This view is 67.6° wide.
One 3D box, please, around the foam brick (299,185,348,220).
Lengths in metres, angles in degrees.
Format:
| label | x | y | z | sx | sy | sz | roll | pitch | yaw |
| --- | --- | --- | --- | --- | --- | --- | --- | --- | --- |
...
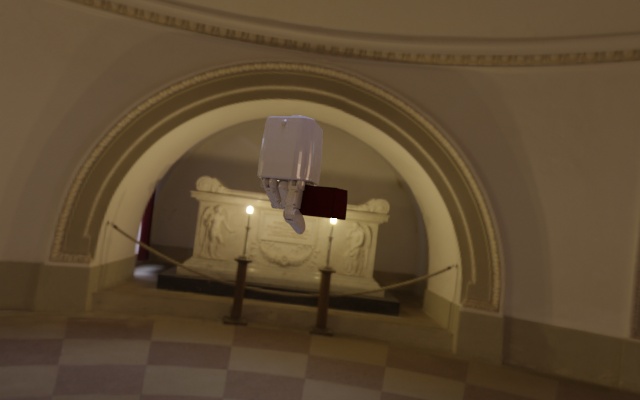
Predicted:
| label | x | y | z | sx | sy | sz | roll | pitch | yaw |
| --- | --- | --- | --- | --- | --- | --- | --- | --- | --- |
| foam brick | 0.000 | 0.003 | 0.806 | 0.078 | 0.051 | 0.053 | 6 | -3 | 28 |
